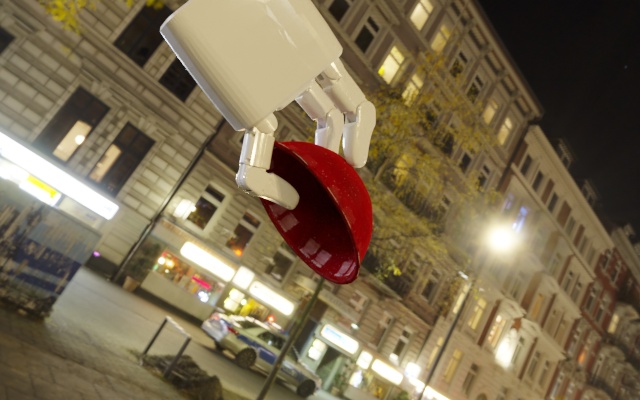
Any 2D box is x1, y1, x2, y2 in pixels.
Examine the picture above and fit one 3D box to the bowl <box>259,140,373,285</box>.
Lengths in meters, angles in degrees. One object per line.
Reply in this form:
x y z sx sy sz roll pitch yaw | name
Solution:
0.001 0.002 0.471 0.055 0.162 0.162 -34 16 -25 | bowl
